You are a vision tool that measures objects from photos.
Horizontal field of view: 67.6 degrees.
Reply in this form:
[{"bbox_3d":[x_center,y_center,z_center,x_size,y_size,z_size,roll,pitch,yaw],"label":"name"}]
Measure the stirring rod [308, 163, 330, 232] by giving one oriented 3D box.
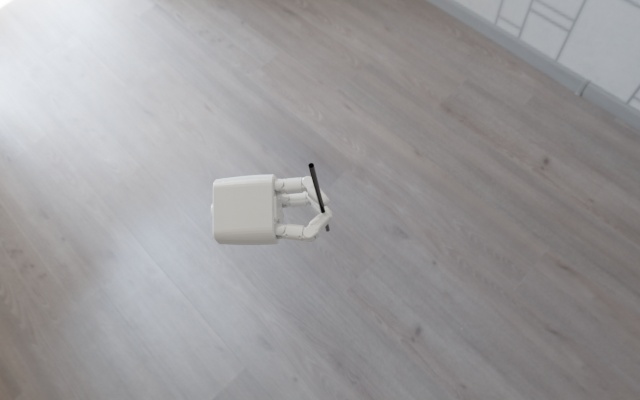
[{"bbox_3d":[0.000,0.003,0.768,0.011,0.011,0.240,0,-25,7],"label":"stirring rod"}]
